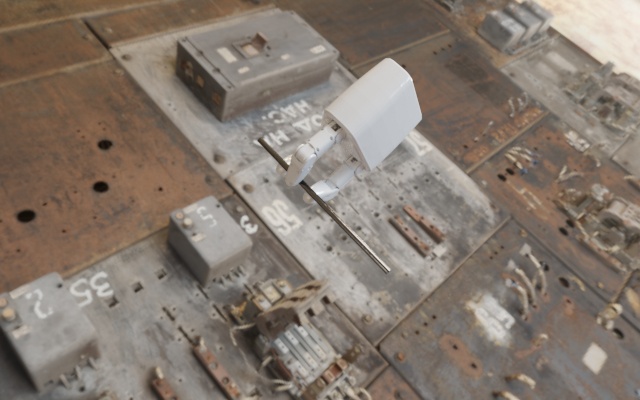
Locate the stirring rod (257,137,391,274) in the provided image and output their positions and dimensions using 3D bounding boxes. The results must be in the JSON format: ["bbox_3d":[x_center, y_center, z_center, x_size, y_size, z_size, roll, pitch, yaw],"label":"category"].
[{"bbox_3d":[0.000,0.002,0.599,0.239,0.011,0.011,46,16,16],"label":"stirring rod"}]
